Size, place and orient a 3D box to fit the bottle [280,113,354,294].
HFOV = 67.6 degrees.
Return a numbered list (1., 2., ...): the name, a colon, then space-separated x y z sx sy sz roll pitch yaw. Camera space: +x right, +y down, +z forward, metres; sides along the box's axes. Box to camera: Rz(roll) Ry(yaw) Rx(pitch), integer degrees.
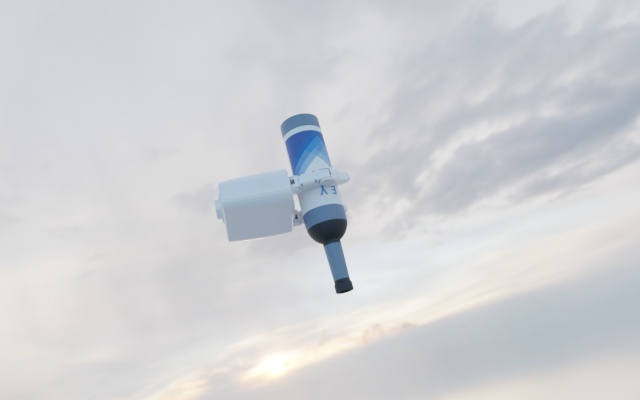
1. bottle: 0.000 0.002 0.760 0.069 0.295 0.069 -13 -21 -5
